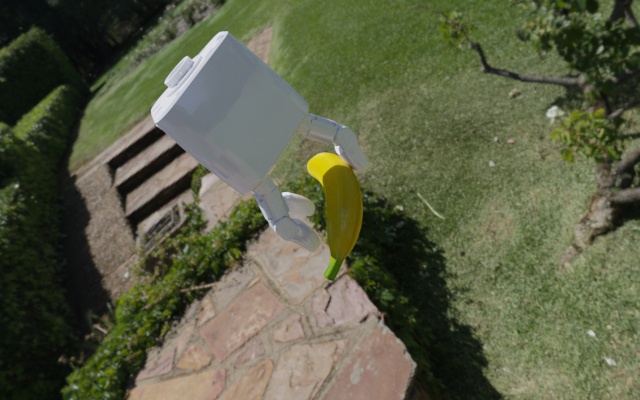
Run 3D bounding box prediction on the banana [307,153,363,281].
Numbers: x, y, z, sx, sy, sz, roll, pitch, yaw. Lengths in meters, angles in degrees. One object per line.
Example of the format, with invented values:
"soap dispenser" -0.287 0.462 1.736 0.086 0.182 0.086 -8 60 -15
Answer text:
"banana" 0.013 -0.008 0.517 0.037 0.070 0.197 33 28 -26
